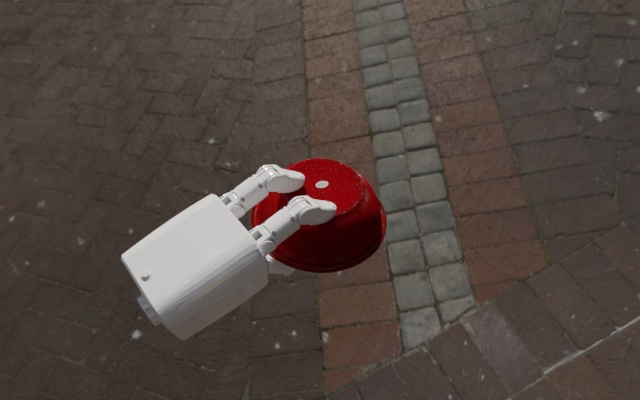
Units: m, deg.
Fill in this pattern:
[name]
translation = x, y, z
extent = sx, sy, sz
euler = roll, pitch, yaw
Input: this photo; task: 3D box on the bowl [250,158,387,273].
[bowl]
translation = 0.001, 0.001, 0.549
extent = 0.162, 0.162, 0.055
euler = 0, -43, -5
